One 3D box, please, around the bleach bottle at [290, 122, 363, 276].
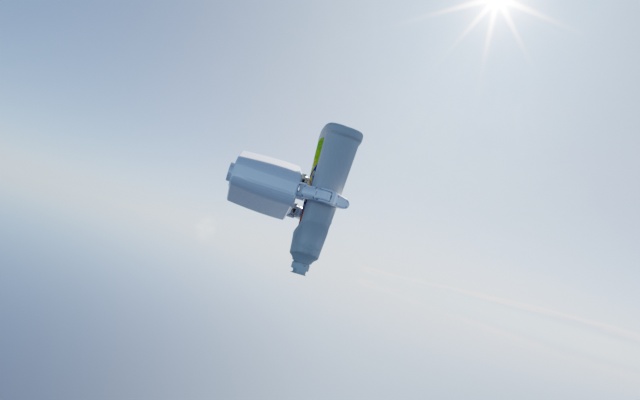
[{"bbox_3d":[0.000,0.003,0.801,0.068,0.251,0.102,18,-7,-8],"label":"bleach bottle"}]
